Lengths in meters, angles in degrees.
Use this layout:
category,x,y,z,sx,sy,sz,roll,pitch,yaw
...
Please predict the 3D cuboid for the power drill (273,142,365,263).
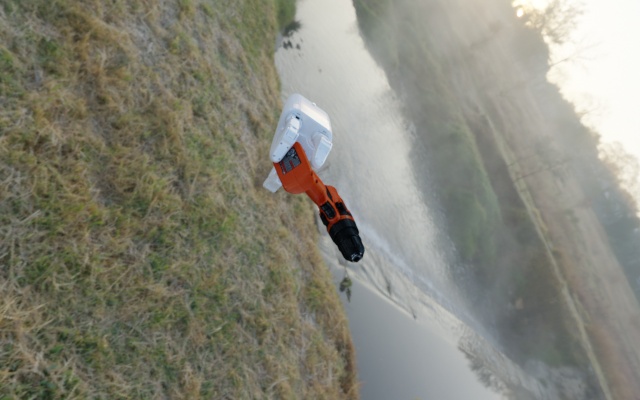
category,x,y,z,sx,sy,sz,roll,pitch,yaw
power drill,0.000,0.002,0.809,0.057,0.184,0.188,-34,-47,6
